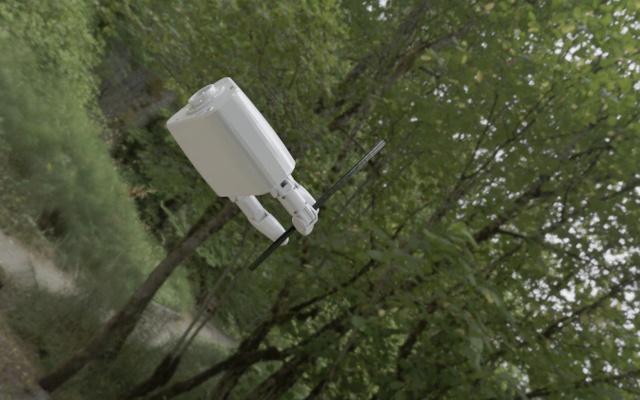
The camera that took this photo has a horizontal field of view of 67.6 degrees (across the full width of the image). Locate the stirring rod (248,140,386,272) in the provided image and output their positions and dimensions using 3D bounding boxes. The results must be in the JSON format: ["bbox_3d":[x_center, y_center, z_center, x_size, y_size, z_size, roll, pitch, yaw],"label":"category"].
[{"bbox_3d":[0.000,0.002,0.598,0.239,0.011,0.011,-44,15,-17],"label":"stirring rod"}]
